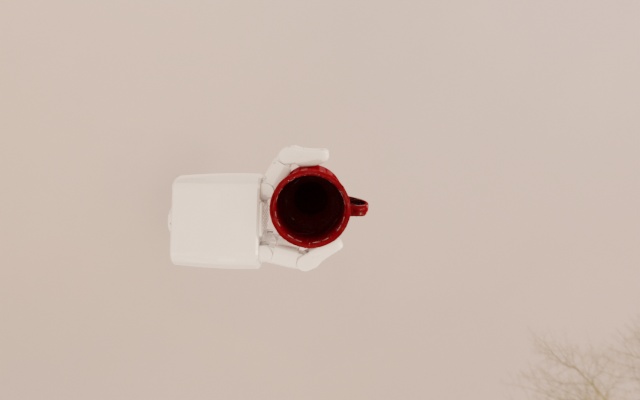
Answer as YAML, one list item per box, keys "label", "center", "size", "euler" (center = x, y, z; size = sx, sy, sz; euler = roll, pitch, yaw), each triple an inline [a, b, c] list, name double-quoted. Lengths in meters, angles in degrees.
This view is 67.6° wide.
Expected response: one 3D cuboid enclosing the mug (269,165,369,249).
- label: "mug"
  center: [0.002, 0.002, 0.582]
  size: [0.117, 0.093, 0.081]
  euler: [3, 14, -1]
